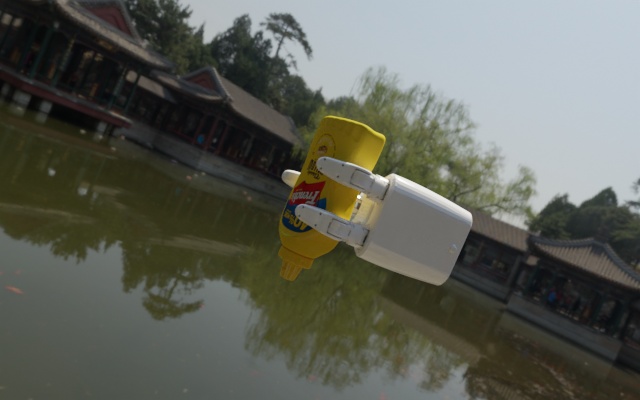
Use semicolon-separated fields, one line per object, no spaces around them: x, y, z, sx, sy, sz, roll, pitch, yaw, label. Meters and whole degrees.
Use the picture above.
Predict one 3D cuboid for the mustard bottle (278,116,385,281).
0.000;0.001;0.548;0.058;0.191;0.096;22;2;-36;mustard bottle
